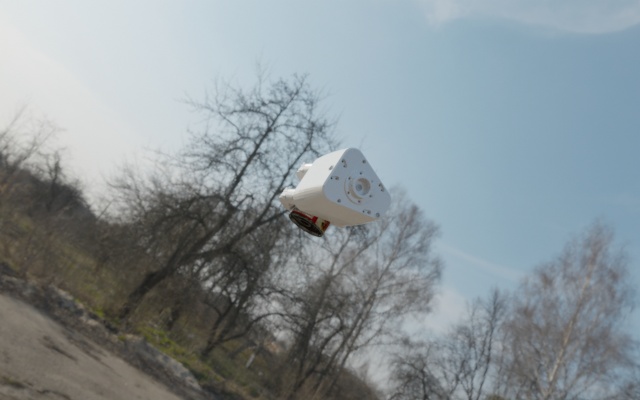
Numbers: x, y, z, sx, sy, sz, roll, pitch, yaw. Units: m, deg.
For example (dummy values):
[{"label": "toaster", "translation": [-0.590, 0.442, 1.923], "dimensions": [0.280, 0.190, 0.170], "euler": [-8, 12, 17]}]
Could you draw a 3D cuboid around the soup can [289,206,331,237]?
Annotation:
[{"label": "soup can", "translation": [0.000, 0.003, 0.826], "dimensions": [0.068, 0.102, 0.068], "euler": [29, -19, 11]}]
